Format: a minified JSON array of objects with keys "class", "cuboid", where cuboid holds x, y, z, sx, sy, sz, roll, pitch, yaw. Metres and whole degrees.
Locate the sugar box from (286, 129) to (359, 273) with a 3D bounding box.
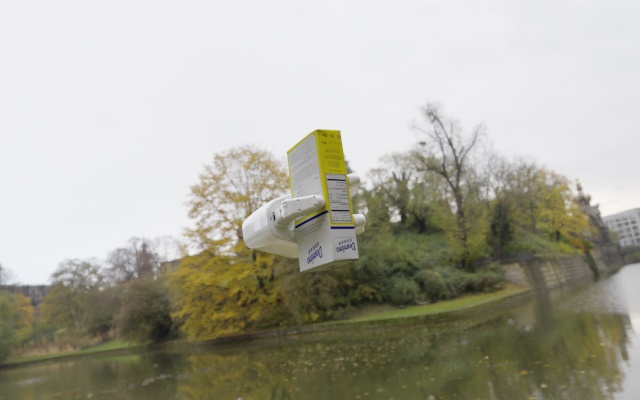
[{"class":"sugar box","cuboid":[0.000,0.002,0.640,0.048,0.176,0.093,-2,-14,-31]}]
